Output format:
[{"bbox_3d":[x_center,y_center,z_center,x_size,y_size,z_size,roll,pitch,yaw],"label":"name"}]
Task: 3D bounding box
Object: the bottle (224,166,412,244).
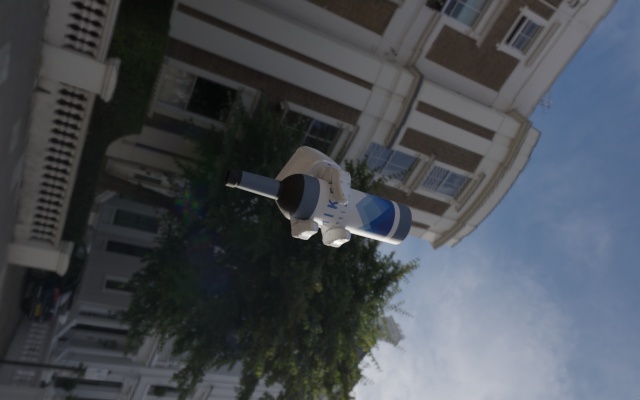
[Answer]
[{"bbox_3d":[0.000,0.002,0.723,0.296,0.069,0.069,16,-7,-24],"label":"bottle"}]
